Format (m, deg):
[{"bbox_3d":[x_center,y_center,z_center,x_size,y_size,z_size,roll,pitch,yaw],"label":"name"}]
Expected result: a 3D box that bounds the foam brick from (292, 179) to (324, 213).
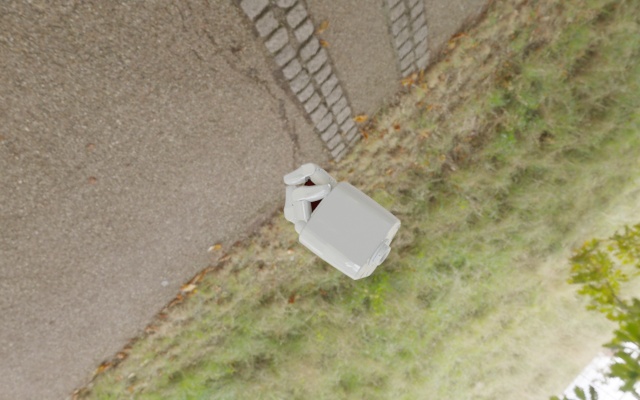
[{"bbox_3d":[0.000,0.002,0.783,0.051,0.053,0.078,34,9,20],"label":"foam brick"}]
